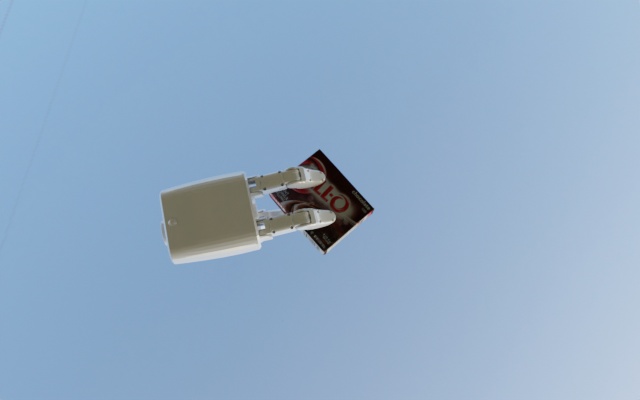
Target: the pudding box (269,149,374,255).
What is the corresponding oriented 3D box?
[{"bbox_3d":[0.000,0.002,0.633,0.090,0.113,0.039,-40,-7,-13],"label":"pudding box"}]
